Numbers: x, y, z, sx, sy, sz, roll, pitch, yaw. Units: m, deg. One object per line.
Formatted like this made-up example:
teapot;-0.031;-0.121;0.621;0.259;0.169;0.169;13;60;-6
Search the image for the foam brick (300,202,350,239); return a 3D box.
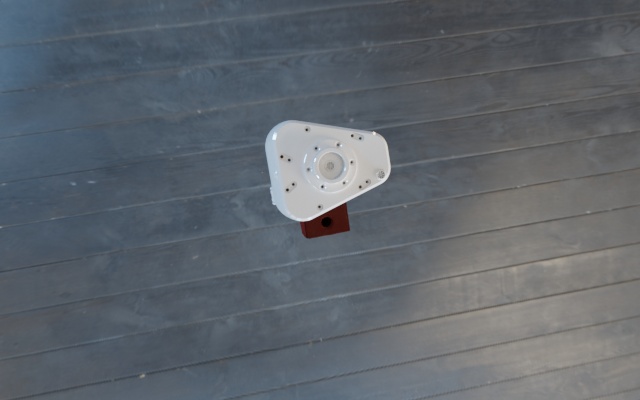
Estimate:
foam brick;0.000;0.002;0.566;0.053;0.078;0.051;-10;5;-9
